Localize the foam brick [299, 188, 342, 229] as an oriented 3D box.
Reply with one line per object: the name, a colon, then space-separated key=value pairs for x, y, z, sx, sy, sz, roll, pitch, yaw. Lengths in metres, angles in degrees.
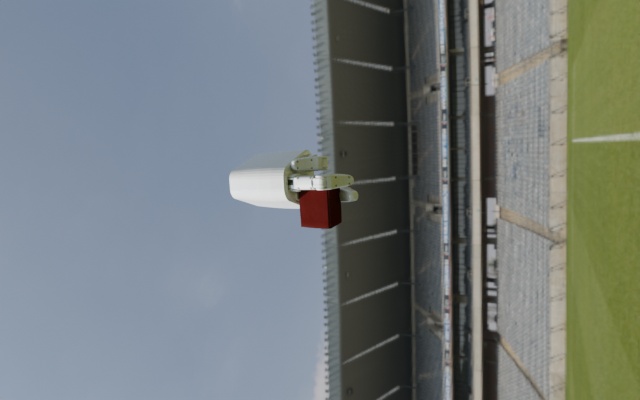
foam brick: x=0.000 y=0.003 z=0.763 sx=0.051 sy=0.078 sz=0.053 roll=-1 pitch=6 yaw=23
